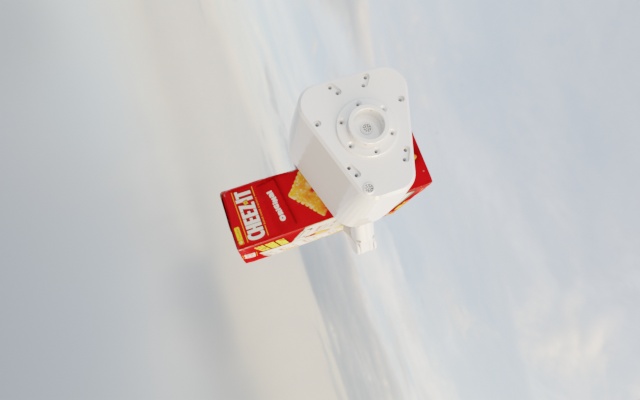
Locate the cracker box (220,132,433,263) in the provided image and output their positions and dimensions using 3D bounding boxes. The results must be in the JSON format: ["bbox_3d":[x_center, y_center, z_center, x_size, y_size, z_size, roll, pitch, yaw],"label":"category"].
[{"bbox_3d":[0.000,0.002,0.560,0.213,0.072,0.164,-18,-10,-10],"label":"cracker box"}]
